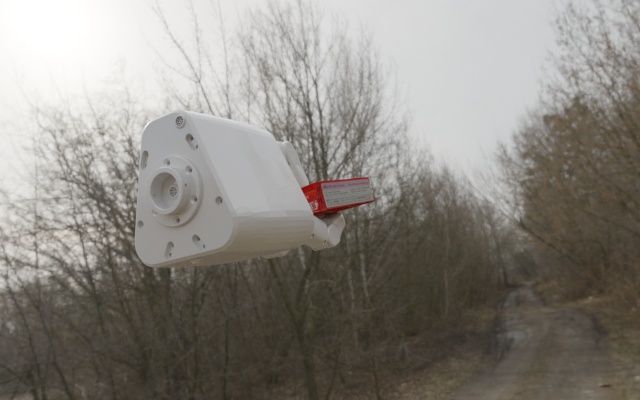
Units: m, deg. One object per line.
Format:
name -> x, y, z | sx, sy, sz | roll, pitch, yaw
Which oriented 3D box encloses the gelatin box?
gelatin box -> 0.000, 0.001, 0.481 | 0.073, 0.030, 0.089 | -18, -5, 38
